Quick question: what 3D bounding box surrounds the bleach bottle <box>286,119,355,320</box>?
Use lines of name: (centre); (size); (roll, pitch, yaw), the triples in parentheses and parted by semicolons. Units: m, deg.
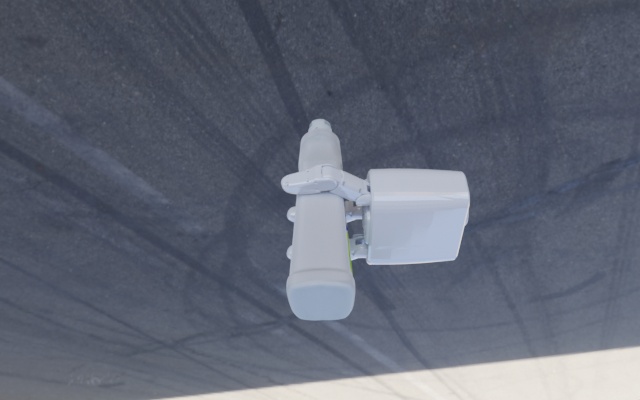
bleach bottle: (0.000, 0.002, 0.549); (0.068, 0.250, 0.103); (-1, -34, 1)
